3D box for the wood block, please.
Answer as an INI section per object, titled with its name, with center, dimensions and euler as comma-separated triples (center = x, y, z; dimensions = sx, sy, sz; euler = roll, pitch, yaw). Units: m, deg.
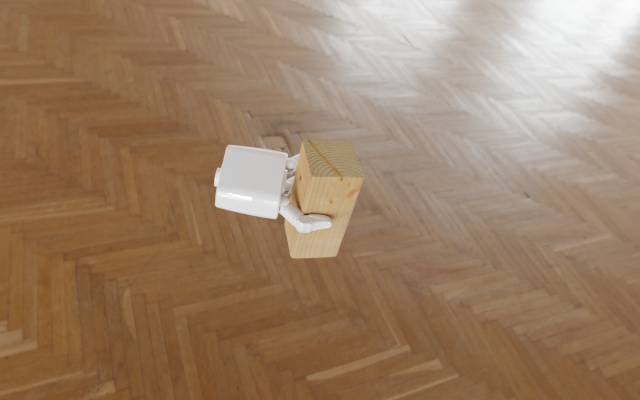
[wood block]
center = 0.000, 0.003, 0.840
dimensions = 0.090, 0.090, 0.206
euler = 0, -44, -16
